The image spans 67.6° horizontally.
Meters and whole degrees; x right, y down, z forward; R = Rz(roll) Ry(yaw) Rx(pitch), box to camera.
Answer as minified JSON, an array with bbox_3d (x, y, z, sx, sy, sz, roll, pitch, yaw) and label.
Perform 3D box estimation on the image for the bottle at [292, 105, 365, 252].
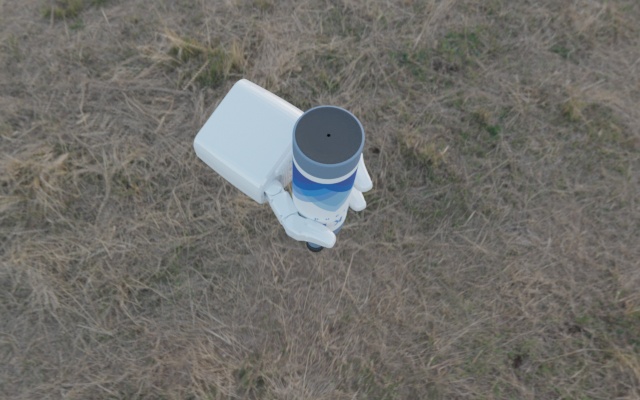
[{"bbox_3d":[0.000,0.002,0.568,0.069,0.069,0.296,0,-25,-3],"label":"bottle"}]
